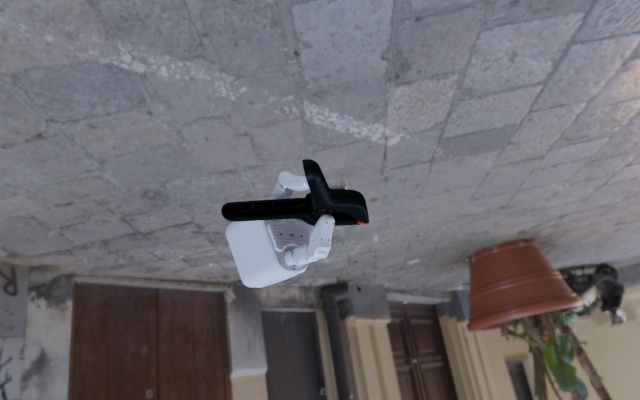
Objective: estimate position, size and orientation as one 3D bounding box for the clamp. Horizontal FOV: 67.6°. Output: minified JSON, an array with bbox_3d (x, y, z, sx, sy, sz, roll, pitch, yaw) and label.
[{"bbox_3d":[0.000,0.003,0.627,0.210,0.036,0.164,10,-26,-39],"label":"clamp"}]
